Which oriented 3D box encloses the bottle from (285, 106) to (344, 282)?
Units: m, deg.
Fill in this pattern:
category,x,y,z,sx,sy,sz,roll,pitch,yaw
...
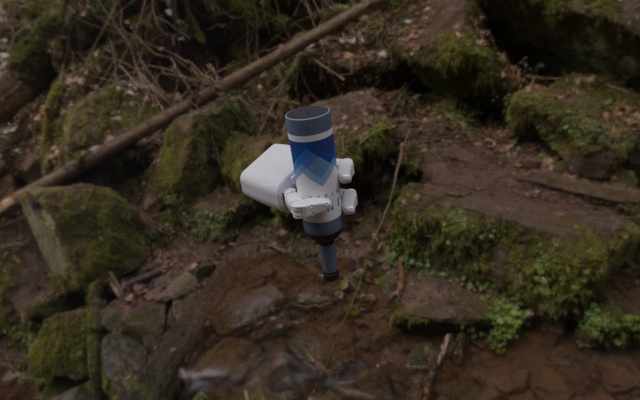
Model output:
category,x,y,z,sx,sy,sz,roll,pitch,yaw
bottle,0.000,0.002,0.757,0.069,0.296,0.069,-7,27,3
